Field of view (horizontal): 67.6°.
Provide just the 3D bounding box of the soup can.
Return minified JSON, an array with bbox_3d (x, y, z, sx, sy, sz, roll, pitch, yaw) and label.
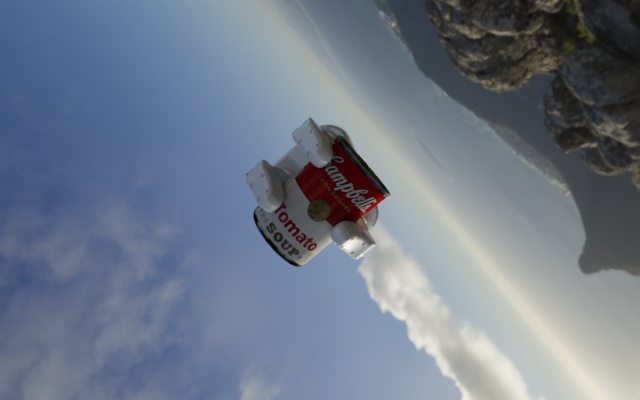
[{"bbox_3d":[0.000,0.002,0.416,0.102,0.068,0.068,-40,-8,10],"label":"soup can"}]
